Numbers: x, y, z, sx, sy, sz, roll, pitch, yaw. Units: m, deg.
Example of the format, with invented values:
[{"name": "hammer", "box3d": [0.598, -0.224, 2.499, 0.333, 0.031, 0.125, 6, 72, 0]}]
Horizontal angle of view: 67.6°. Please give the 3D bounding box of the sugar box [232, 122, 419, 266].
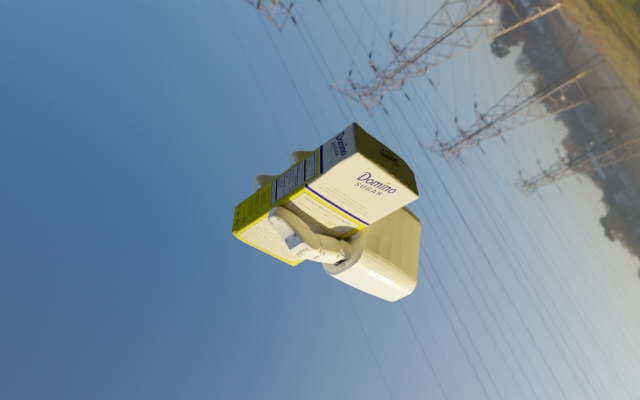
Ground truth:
[{"name": "sugar box", "box3d": [0.000, 0.001, 0.485, 0.176, 0.048, 0.093, -33, -48, 31]}]
